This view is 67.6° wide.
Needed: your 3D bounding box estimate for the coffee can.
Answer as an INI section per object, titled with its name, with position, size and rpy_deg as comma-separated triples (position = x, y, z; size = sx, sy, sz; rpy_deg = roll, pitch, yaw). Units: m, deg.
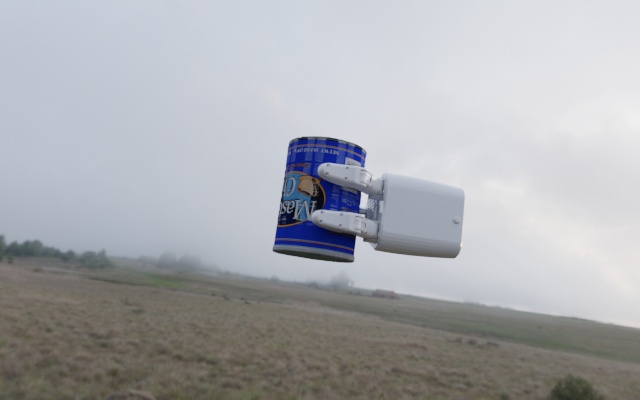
[coffee can]
position = 0.000, 0.002, 0.604
size = 0.103, 0.140, 0.103
rpy_deg = 8, -10, 1
